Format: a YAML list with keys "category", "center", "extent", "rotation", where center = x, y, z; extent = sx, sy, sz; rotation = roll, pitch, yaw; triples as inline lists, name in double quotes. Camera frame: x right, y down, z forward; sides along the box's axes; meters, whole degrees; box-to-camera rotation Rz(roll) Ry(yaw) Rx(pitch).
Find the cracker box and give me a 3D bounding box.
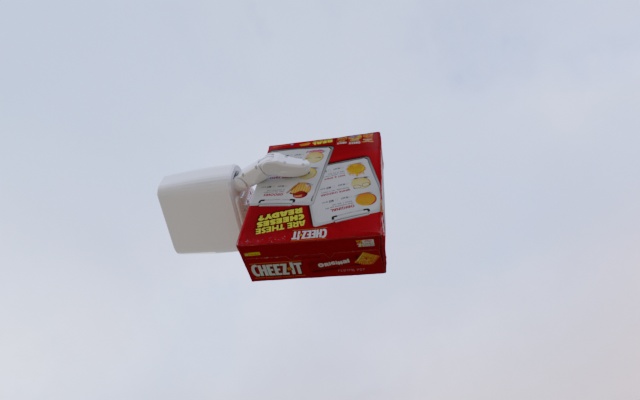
- category: "cracker box"
  center: [0.000, 0.002, 0.612]
  extent: [0.164, 0.072, 0.213]
  rotation: [-6, 38, 11]
